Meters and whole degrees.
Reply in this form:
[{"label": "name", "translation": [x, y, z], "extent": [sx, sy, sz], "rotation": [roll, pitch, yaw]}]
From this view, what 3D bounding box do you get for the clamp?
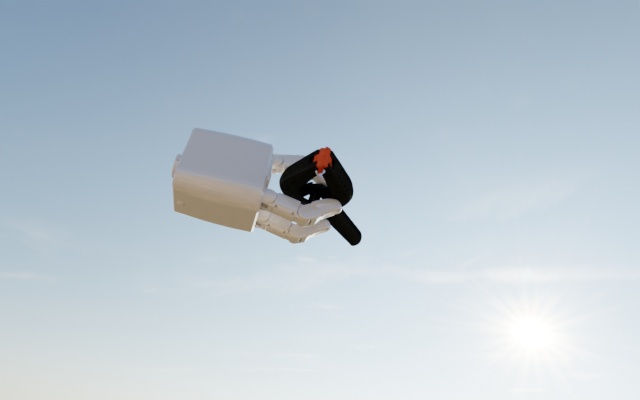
[{"label": "clamp", "translation": [0.000, 0.001, 0.637], "extent": [0.164, 0.036, 0.210], "rotation": [14, -30, -8]}]
